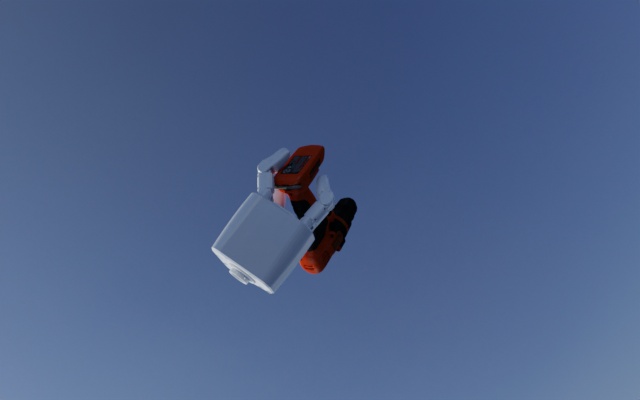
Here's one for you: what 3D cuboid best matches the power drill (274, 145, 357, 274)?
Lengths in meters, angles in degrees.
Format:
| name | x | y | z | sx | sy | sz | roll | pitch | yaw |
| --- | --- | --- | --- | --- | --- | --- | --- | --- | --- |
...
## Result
| name | x | y | z | sx | sy | sz | roll | pitch | yaw |
| --- | --- | --- | --- | --- | --- | --- | --- | --- | --- |
| power drill | 0.000 | 0.002 | 0.815 | 0.057 | 0.188 | 0.184 | -2 | 36 | 30 |
